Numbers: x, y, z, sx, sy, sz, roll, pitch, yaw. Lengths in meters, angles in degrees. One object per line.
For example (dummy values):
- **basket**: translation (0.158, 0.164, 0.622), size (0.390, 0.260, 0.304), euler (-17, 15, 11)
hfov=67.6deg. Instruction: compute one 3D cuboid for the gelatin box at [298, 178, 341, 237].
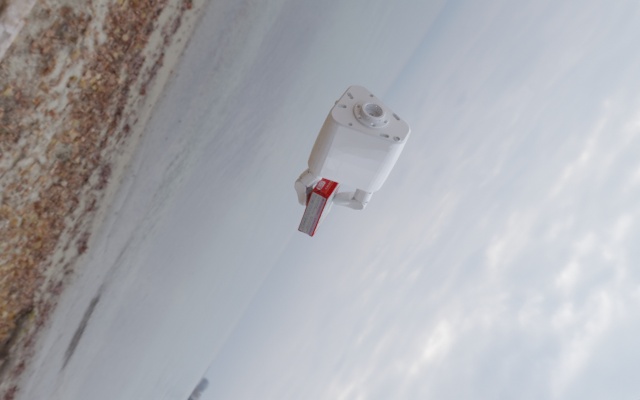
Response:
- **gelatin box**: translation (0.000, 0.003, 0.760), size (0.030, 0.089, 0.073), euler (26, 38, 8)
